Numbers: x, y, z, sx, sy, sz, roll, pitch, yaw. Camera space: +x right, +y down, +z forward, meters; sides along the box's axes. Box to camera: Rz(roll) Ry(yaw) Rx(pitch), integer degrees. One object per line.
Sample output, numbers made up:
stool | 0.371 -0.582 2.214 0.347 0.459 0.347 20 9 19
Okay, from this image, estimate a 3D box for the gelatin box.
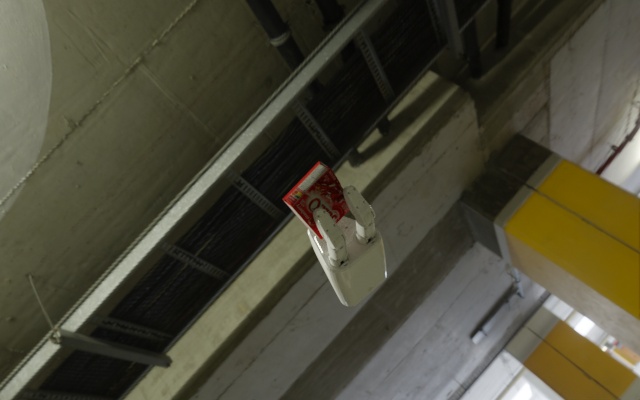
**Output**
gelatin box | 0.000 0.002 0.660 0.030 0.073 0.089 36 -12 44
